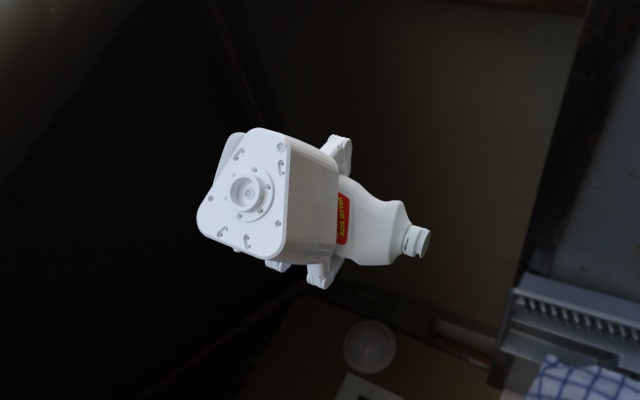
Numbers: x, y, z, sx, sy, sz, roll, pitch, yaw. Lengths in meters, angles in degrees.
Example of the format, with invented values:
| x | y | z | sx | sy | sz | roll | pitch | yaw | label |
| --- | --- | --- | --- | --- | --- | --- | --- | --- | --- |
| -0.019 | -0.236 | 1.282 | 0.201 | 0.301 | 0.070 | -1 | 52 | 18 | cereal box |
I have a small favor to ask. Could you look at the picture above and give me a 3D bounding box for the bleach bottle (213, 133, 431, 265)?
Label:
| x | y | z | sx | sy | sz | roll | pitch | yaw | label |
| --- | --- | --- | --- | --- | --- | --- | --- | --- | --- |
| 0.000 | 0.002 | 0.533 | 0.251 | 0.102 | 0.068 | 18 | 0 | 24 | bleach bottle |
